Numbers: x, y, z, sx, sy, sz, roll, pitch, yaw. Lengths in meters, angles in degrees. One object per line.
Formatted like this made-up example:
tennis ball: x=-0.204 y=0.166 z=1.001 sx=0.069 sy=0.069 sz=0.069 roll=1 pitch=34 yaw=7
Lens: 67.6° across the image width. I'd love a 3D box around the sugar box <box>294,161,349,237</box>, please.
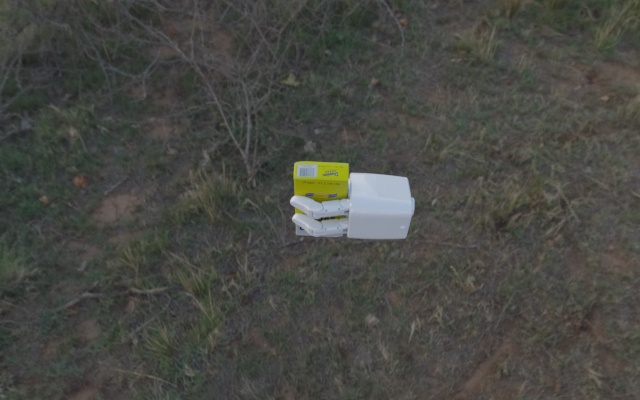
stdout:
sugar box: x=0.000 y=0.003 z=0.863 sx=0.093 sy=0.048 sz=0.176 roll=3 pitch=-39 yaw=2
